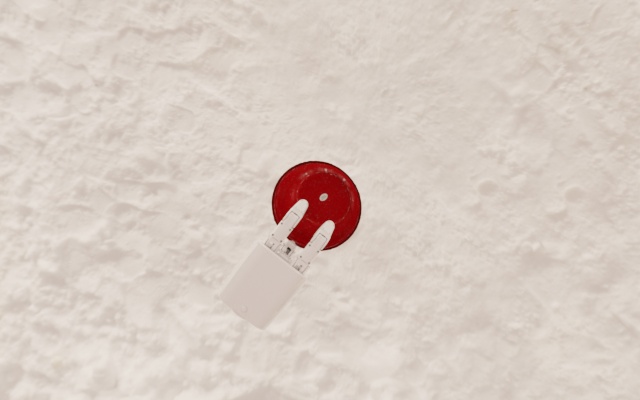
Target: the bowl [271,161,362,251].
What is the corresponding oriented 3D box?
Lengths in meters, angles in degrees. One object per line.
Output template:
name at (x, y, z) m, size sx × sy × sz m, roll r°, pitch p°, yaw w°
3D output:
bowl at (0.001, 0.001, 0.809) m, size 0.162 × 0.162 × 0.055 m, roll 0°, pitch -12°, yaw -13°
